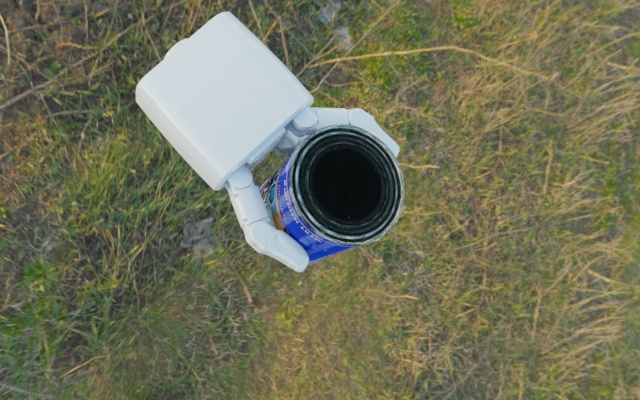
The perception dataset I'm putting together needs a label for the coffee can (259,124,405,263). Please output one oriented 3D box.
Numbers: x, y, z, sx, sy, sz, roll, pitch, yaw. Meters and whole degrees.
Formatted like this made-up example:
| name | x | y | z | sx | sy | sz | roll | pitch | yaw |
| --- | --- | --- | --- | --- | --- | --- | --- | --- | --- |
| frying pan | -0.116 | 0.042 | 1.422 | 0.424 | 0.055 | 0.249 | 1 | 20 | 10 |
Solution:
| name | x | y | z | sx | sy | sz | roll | pitch | yaw |
| --- | --- | --- | --- | --- | --- | --- | --- | --- | --- |
| coffee can | 0.000 | 0.002 | 0.451 | 0.103 | 0.102 | 0.140 | 0 | -13 | -21 |
